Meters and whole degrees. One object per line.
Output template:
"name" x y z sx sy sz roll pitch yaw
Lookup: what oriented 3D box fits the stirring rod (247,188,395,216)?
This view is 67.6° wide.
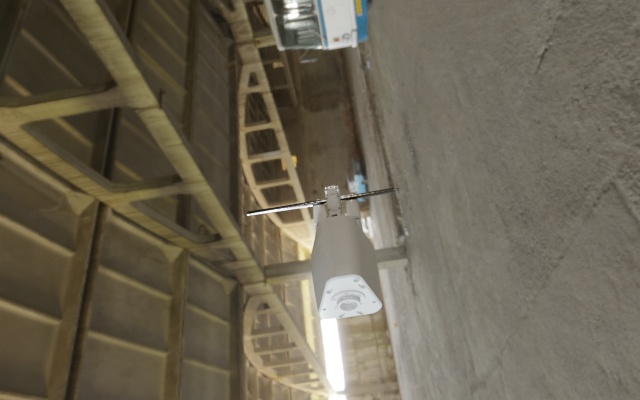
"stirring rod" 0.000 0.003 0.771 0.239 0.011 0.011 -9 -1 3
